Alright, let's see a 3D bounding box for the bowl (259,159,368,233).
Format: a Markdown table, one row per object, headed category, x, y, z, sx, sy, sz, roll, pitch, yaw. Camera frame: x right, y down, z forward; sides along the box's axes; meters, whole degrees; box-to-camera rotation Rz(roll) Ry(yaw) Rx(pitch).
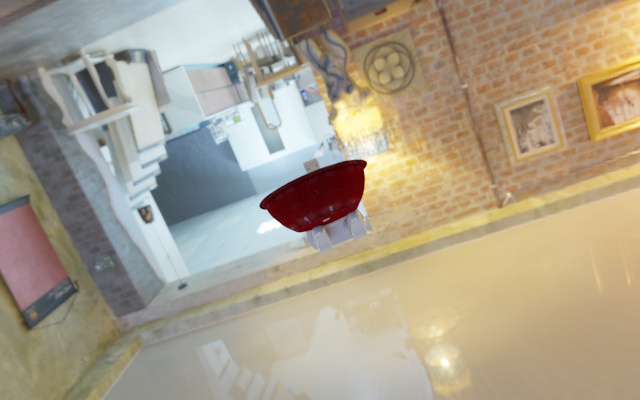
| category | x | y | z | sx | sy | sz | roll | pitch | yaw |
| --- | --- | --- | --- | --- | --- | --- | --- | --- | --- |
| bowl | 0.000 | 0.002 | 0.658 | 0.162 | 0.055 | 0.162 | -22 | -10 | -4 |
